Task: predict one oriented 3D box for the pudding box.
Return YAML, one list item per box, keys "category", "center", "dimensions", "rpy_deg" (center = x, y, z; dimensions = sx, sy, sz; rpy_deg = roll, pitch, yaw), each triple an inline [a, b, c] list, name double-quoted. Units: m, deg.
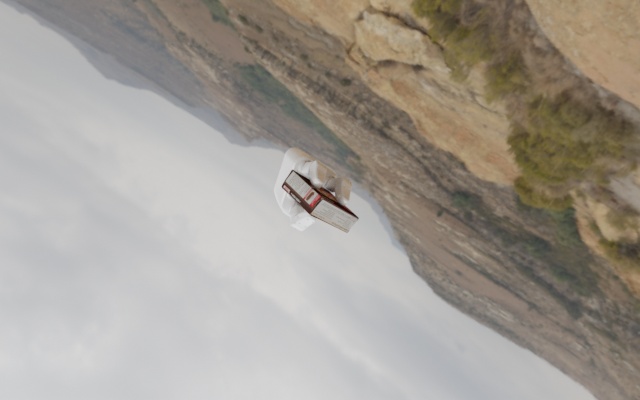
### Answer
- category: "pudding box"
  center: [0.000, 0.003, 0.790]
  dimensions: [0.113, 0.039, 0.090]
  rpy_deg: [26, 12, -50]
